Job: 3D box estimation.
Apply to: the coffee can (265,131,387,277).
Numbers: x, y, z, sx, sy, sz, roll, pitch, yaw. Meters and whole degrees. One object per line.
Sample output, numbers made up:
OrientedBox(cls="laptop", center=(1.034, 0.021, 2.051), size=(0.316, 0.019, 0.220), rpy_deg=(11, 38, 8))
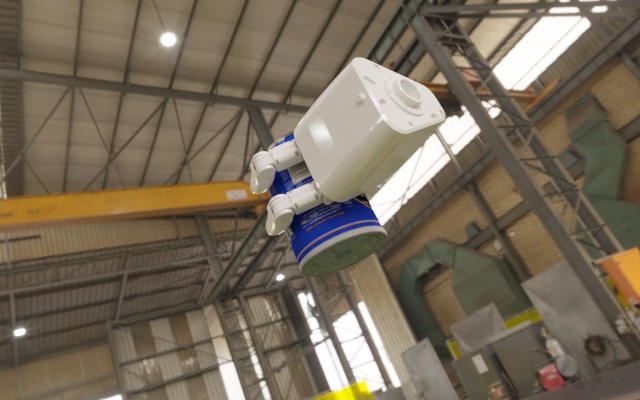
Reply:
OrientedBox(cls="coffee can", center=(0.000, 0.002, 0.547), size=(0.103, 0.140, 0.103), rpy_deg=(-20, -24, -9))
